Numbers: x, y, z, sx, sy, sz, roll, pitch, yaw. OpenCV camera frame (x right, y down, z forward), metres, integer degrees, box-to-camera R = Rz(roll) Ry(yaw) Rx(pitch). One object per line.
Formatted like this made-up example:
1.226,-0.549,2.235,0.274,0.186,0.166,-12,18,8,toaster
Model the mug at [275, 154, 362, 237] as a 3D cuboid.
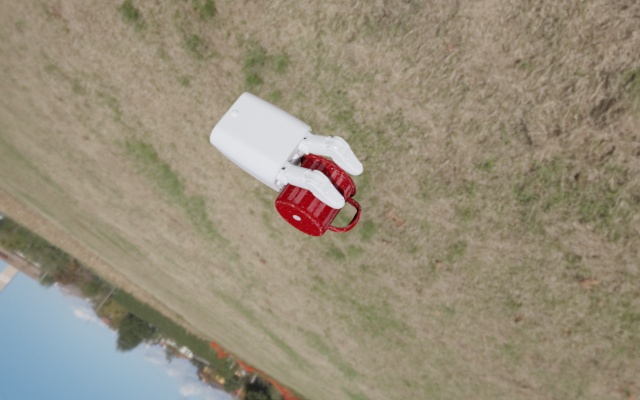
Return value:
0.001,0.003,0.662,0.117,0.081,0.093,32,-21,6,mug
